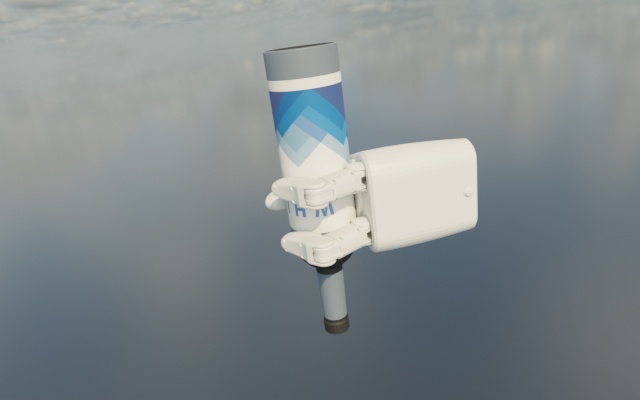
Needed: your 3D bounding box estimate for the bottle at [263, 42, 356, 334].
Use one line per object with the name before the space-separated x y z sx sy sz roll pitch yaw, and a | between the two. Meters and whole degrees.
bottle | 0.000 0.001 0.472 0.069 0.296 0.069 -7 20 2
